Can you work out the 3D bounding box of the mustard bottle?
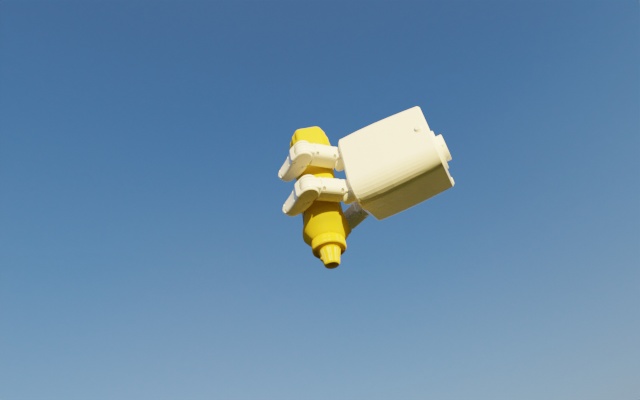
[{"bbox_3d":[0.000,0.002,0.610,0.058,0.191,0.096,-9,-39,-4],"label":"mustard bottle"}]
